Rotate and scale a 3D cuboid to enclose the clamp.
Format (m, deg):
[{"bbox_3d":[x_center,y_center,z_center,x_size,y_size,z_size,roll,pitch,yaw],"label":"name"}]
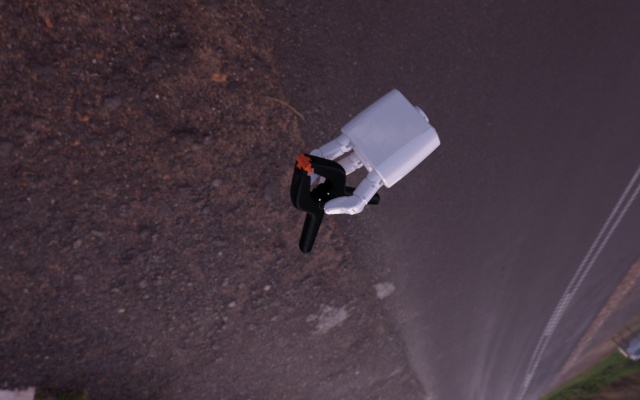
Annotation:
[{"bbox_3d":[0.000,0.003,0.754,0.036,0.164,0.210,51,3,35],"label":"clamp"}]
